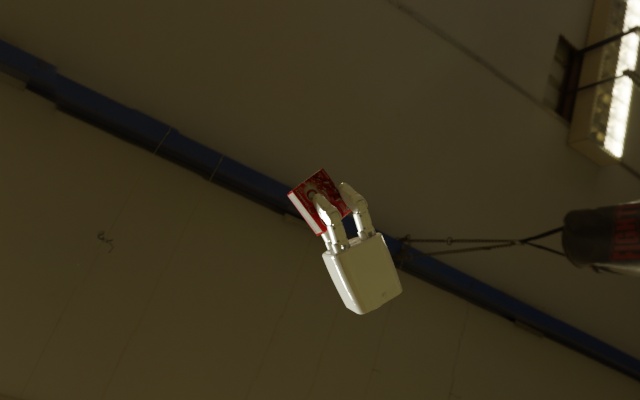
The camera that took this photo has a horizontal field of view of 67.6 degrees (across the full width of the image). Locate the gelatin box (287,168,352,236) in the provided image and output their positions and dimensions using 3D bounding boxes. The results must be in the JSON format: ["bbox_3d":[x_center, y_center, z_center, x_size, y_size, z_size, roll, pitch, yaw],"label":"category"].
[{"bbox_3d":[0.000,0.002,0.800,0.073,0.089,0.030,-38,3,-27],"label":"gelatin box"}]
